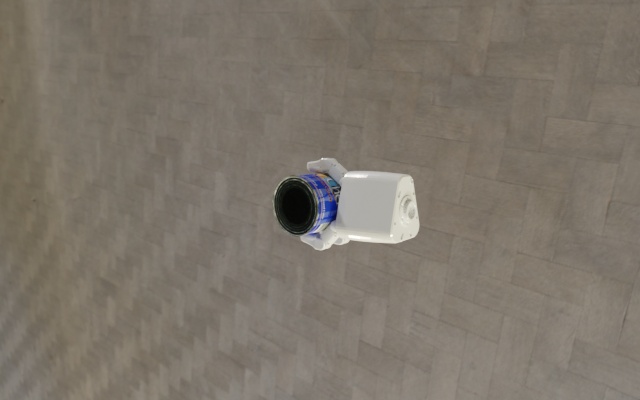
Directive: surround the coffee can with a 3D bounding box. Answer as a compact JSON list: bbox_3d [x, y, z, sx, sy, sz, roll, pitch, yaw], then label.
[{"bbox_3d":[0.000,0.003,0.844,0.103,0.103,0.140,0,6,39],"label":"coffee can"}]
